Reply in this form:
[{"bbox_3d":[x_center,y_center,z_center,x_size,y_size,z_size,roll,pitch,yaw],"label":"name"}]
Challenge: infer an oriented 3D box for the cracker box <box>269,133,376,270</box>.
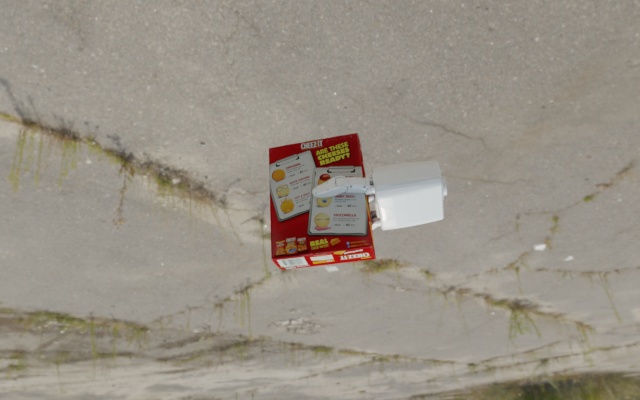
[{"bbox_3d":[0.000,0.003,0.817,0.164,0.213,0.072,-9,-27,8],"label":"cracker box"}]
